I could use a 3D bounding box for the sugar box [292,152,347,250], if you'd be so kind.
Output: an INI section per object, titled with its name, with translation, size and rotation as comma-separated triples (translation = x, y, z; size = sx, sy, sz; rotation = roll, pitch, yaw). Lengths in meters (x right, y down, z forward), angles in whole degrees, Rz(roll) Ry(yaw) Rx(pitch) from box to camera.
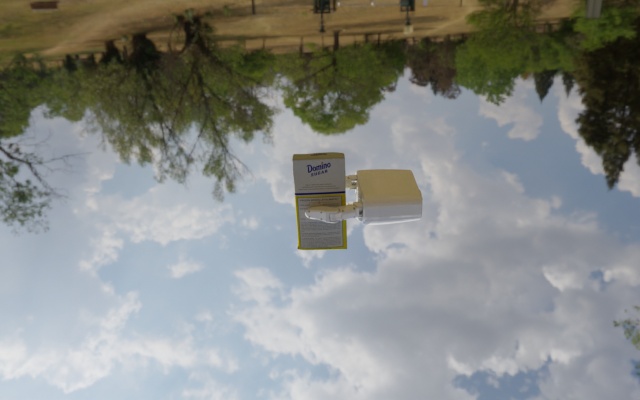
[sugar box]
translation = 0.000, 0.003, 0.860
size = 0.093, 0.176, 0.048
rotation = -2, 20, 1
